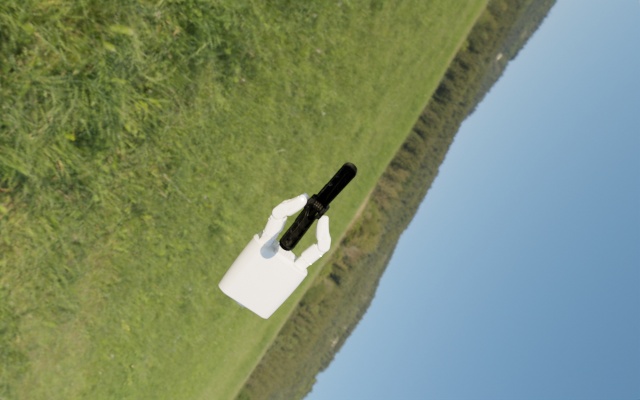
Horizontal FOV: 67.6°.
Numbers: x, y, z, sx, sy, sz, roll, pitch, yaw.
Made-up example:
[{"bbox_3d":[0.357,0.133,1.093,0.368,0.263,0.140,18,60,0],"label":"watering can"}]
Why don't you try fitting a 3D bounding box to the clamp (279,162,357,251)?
[{"bbox_3d":[0.001,0.003,0.795,0.036,0.164,0.210,42,5,-1],"label":"clamp"}]
